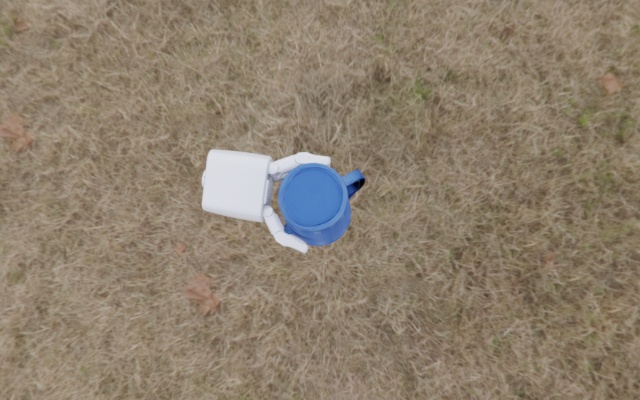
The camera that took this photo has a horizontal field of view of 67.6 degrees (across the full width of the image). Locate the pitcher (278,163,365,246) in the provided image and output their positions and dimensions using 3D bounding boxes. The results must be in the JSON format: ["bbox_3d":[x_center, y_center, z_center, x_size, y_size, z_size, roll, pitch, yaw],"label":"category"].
[{"bbox_3d":[0.000,0.003,0.842,0.145,0.149,0.243,11,-7,3],"label":"pitcher"}]
